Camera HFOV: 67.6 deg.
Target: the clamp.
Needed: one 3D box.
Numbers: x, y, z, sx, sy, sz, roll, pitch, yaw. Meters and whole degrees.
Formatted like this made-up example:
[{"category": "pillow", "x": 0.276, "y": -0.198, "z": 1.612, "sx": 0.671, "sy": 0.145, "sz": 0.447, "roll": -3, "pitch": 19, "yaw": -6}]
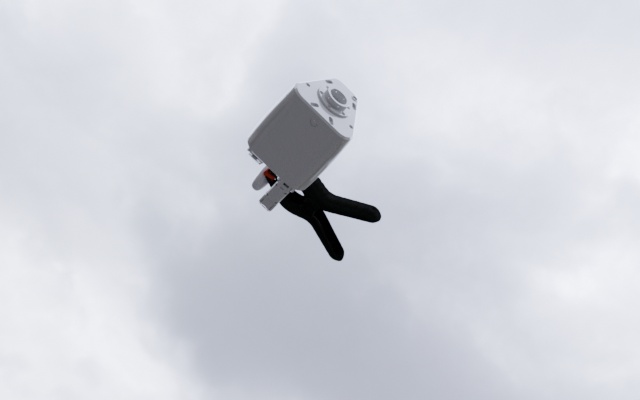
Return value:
[{"category": "clamp", "x": 0.000, "y": 0.002, "z": 0.664, "sx": 0.120, "sy": 0.171, "sz": 0.039, "roll": -42, "pitch": 8, "yaw": 37}]
